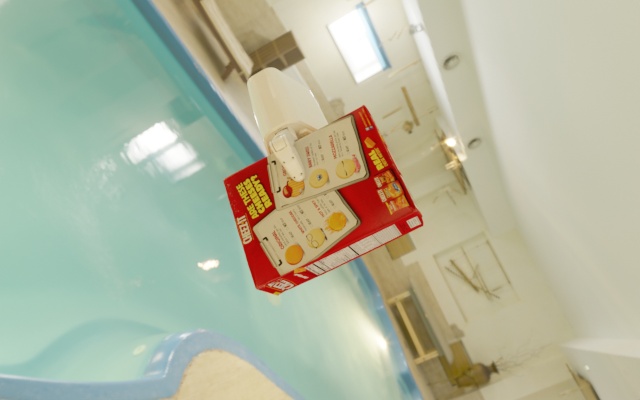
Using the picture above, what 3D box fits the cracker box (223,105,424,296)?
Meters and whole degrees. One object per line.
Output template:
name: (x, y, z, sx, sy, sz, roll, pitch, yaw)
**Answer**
cracker box: (0.000, 0.002, 0.610, 0.214, 0.164, 0.072, -27, -27, 10)
